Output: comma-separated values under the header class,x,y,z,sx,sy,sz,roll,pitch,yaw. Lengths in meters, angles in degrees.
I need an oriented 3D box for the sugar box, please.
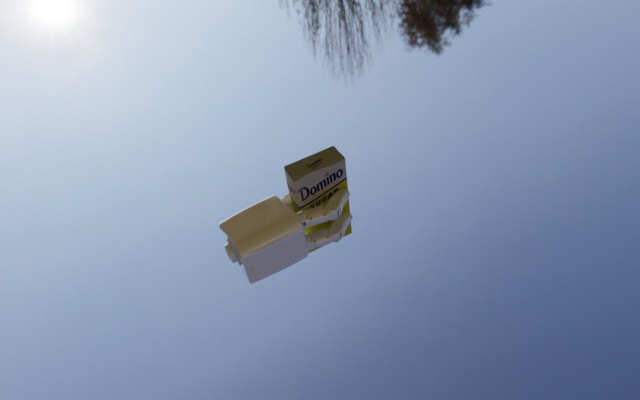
class,x,y,z,sx,sy,sz,roll,pitch,yaw
sugar box,0.000,0.003,0.799,0.093,0.176,0.048,-25,49,-15
